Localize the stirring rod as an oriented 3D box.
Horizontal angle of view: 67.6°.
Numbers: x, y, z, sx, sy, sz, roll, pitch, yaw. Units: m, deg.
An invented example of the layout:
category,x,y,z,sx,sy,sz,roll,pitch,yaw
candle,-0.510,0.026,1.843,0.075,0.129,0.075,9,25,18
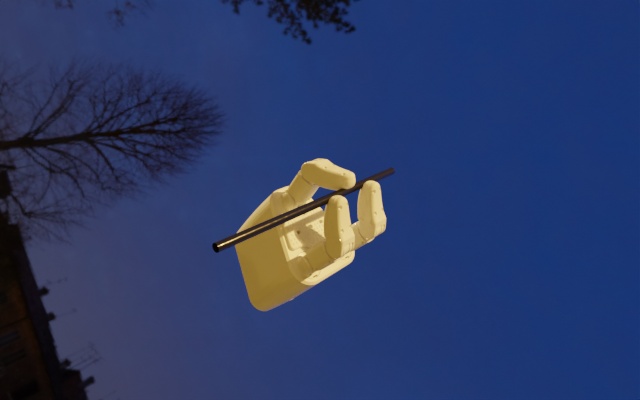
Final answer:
category,x,y,z,sx,sy,sz,roll,pitch,yaw
stirring rod,0.000,0.001,0.441,0.011,0.011,0.239,0,16,43
